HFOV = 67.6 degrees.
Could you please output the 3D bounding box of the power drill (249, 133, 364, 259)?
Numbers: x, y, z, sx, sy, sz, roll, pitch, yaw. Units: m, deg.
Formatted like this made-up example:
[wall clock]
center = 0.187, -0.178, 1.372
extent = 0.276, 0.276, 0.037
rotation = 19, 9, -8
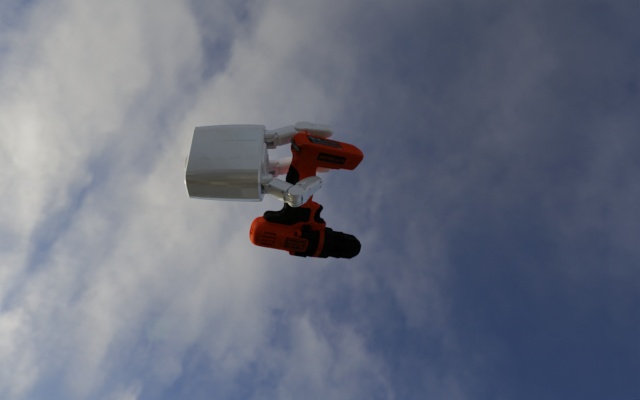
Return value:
[power drill]
center = 0.000, 0.002, 0.727
extent = 0.184, 0.188, 0.057
rotation = 10, 21, -22
